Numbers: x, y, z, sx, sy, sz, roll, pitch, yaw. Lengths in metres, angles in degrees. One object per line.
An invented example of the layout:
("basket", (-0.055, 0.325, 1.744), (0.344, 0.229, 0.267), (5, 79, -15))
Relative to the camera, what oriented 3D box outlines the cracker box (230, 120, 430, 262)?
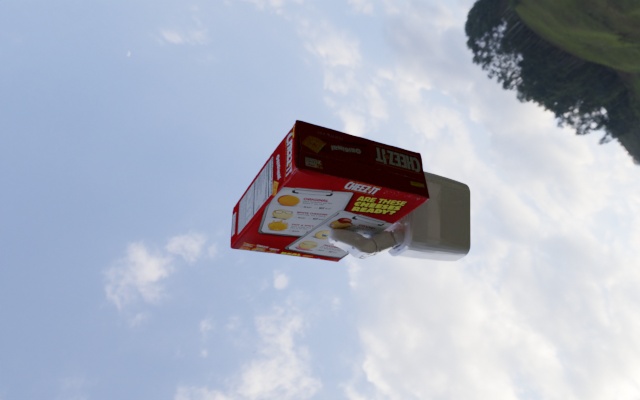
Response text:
("cracker box", (0.000, 0.002, 0.588), (0.164, 0.072, 0.214), (11, -31, -25))
